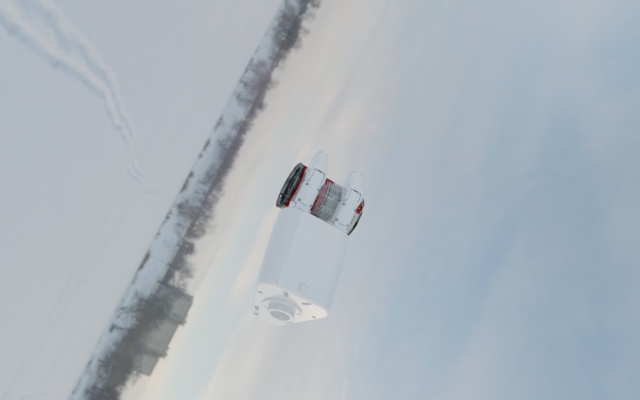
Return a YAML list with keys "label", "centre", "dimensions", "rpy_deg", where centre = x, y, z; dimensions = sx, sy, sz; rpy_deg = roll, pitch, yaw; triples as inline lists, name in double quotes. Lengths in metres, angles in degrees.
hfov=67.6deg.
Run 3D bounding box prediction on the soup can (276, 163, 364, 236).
- label: "soup can"
  centre: [0.000, 0.002, 0.650]
  dimensions: [0.102, 0.068, 0.068]
  rpy_deg: [28, -8, -15]
